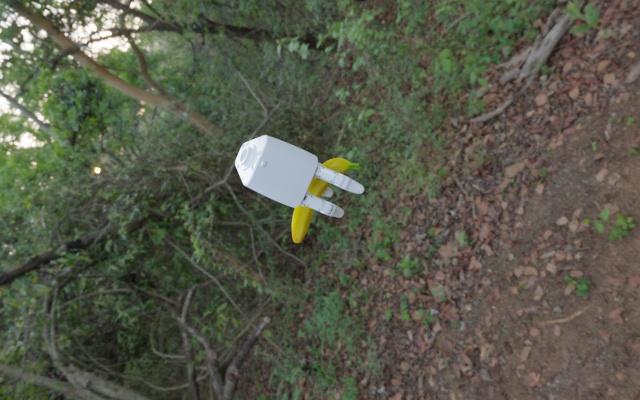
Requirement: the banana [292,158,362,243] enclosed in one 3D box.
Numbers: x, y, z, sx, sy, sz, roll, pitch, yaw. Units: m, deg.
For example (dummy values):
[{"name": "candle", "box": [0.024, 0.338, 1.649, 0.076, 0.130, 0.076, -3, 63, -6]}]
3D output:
[{"name": "banana", "box": [-0.006, -0.011, 0.902, 0.037, 0.198, 0.069, 21, 24, -43]}]
